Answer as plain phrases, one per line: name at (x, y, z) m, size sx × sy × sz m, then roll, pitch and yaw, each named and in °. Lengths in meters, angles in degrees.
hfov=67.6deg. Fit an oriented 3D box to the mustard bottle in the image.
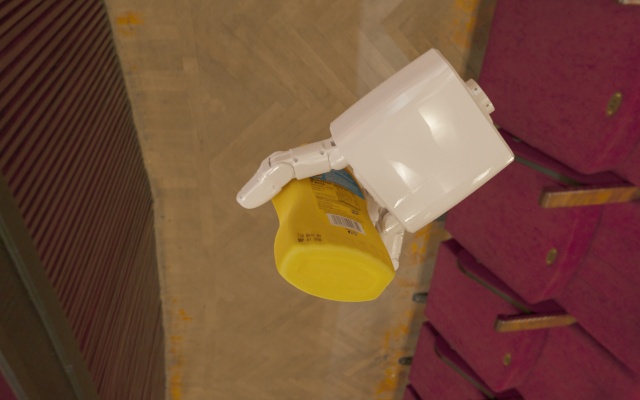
mustard bottle at (0.000, 0.002, 0.440) m, size 0.096 × 0.058 × 0.191 m, roll 17°, pitch 32°, yaw -22°
